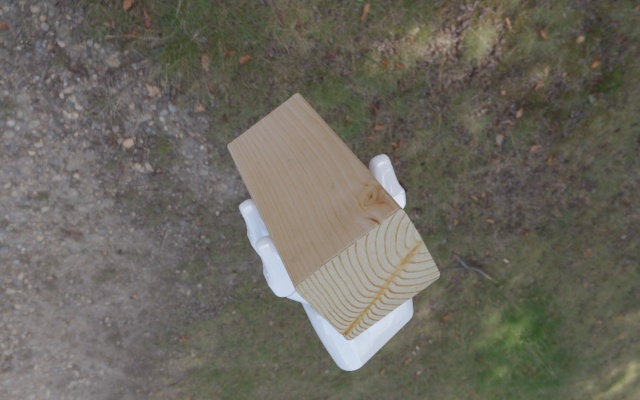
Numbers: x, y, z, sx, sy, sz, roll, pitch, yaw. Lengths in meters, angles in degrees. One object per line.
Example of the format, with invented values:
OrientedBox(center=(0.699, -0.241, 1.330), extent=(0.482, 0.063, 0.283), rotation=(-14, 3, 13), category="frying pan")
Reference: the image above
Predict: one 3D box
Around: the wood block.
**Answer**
OrientedBox(center=(0.001, 0.001, 0.415), extent=(0.091, 0.090, 0.206), rotation=(-36, 41, 1), category="wood block")
